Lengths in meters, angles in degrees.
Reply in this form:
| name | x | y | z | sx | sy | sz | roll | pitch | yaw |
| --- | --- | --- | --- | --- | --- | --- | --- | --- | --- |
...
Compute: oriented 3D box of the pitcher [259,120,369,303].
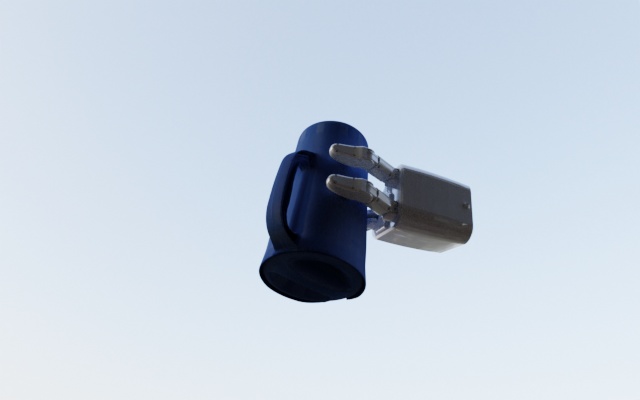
| name | x | y | z | sx | sy | sz | roll | pitch | yaw |
| --- | --- | --- | --- | --- | --- | --- | --- | --- | --- |
| pitcher | 0.000 | 0.002 | 0.645 | 0.145 | 0.242 | 0.149 | 16 | -37 | -9 |
